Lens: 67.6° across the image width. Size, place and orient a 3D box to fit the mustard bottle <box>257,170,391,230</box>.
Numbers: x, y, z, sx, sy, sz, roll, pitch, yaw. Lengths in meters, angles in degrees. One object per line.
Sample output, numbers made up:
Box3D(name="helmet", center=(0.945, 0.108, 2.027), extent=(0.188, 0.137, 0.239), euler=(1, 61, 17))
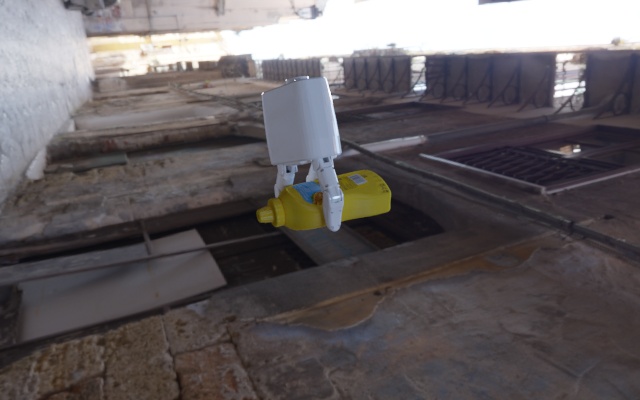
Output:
Box3D(name="mustard bottle", center=(0.000, 0.003, 0.701), extent=(0.191, 0.058, 0.096), euler=(-12, 31, -22))
